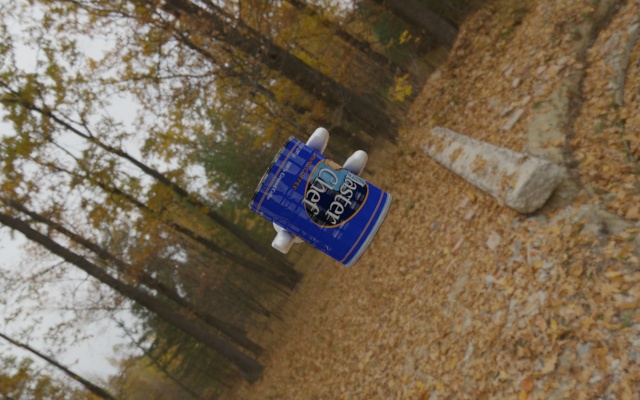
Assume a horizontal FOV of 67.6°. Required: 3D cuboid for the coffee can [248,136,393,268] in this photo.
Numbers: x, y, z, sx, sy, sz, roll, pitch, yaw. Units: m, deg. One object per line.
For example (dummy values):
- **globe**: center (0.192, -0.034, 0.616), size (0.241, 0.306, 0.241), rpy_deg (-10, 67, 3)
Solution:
- **coffee can**: center (0.000, 0.002, 0.574), size (0.140, 0.103, 0.103), rpy_deg (31, -1, -2)
